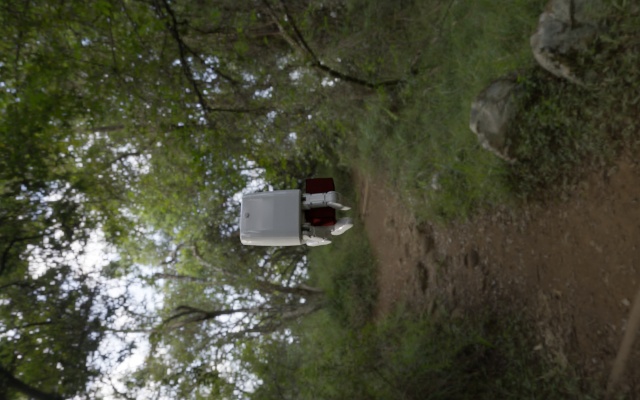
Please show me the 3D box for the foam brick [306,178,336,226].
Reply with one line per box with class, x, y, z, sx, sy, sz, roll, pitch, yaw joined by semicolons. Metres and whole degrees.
foam brick;0.000;0.003;0.873;0.051;0.078;0.053;-3;-20;5
